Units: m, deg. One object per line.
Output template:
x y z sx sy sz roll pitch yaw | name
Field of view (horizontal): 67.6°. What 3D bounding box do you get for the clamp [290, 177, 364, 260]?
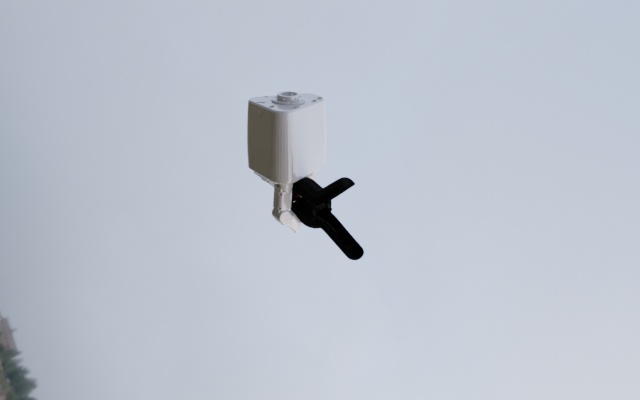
0.000 0.002 0.687 0.039 0.120 0.171 -20 34 -35 | clamp
